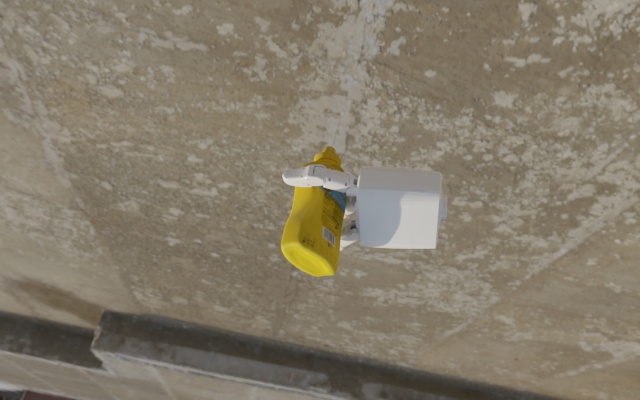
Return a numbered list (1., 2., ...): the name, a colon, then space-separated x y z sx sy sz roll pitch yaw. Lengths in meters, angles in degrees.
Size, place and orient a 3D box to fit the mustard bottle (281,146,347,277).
1. mustard bottle: 0.000 0.002 0.673 0.058 0.191 0.096 -12 -39 32
